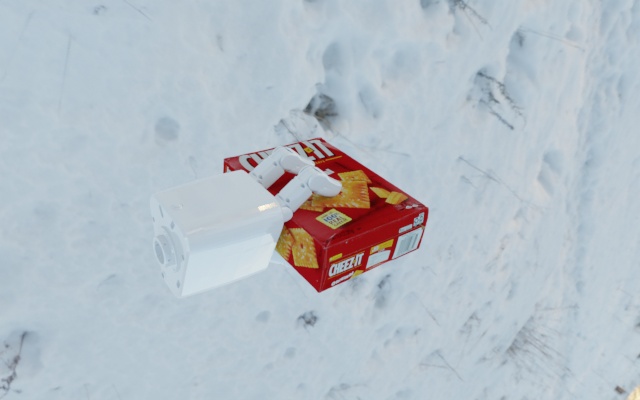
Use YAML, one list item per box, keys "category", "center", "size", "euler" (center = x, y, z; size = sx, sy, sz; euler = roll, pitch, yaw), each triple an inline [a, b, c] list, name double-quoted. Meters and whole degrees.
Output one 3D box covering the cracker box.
- category: "cracker box"
  center: [0.000, 0.002, 0.594]
  size: [0.164, 0.072, 0.213]
  euler: [-17, 40, -35]
